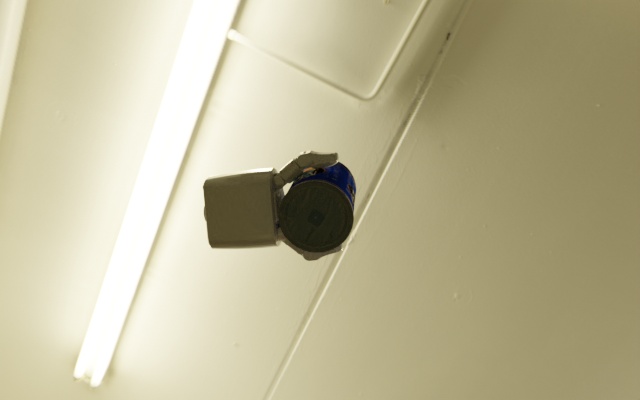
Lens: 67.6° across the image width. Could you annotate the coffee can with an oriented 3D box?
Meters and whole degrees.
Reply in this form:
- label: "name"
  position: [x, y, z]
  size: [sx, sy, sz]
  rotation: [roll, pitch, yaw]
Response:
- label: "coffee can"
  position: [0.000, 0.002, 0.706]
  size: [0.103, 0.103, 0.140]
  rotation: [0, 18, 6]
